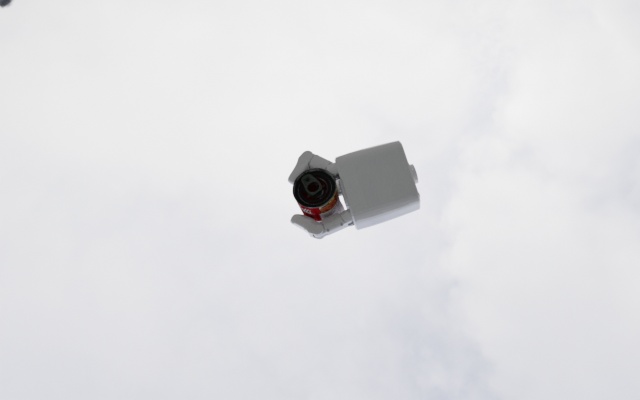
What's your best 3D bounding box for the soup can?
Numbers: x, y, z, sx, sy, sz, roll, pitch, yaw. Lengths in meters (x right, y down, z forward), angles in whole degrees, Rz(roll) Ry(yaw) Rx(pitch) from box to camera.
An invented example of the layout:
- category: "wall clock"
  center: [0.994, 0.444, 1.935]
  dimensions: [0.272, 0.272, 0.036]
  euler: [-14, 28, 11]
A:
- category: "soup can"
  center: [0.000, 0.003, 0.760]
  dimensions: [0.068, 0.068, 0.102]
  euler: [0, -26, 12]
